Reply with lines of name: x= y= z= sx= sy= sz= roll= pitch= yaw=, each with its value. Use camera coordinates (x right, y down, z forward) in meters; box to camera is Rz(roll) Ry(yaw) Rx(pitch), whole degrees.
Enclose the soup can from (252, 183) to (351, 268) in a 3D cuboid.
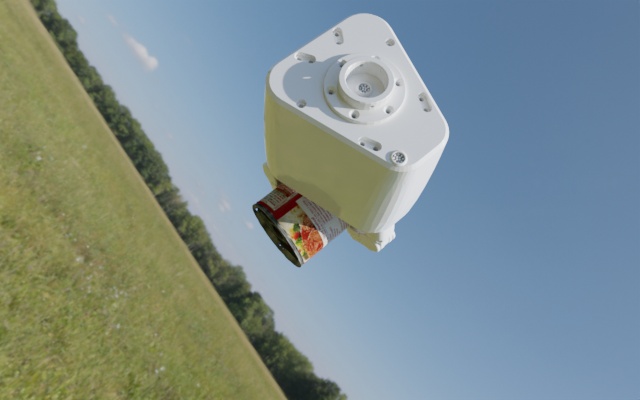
soup can: x=0.000 y=0.001 z=0.425 sx=0.102 sy=0.068 sz=0.068 roll=-38 pitch=12 yaw=-16
